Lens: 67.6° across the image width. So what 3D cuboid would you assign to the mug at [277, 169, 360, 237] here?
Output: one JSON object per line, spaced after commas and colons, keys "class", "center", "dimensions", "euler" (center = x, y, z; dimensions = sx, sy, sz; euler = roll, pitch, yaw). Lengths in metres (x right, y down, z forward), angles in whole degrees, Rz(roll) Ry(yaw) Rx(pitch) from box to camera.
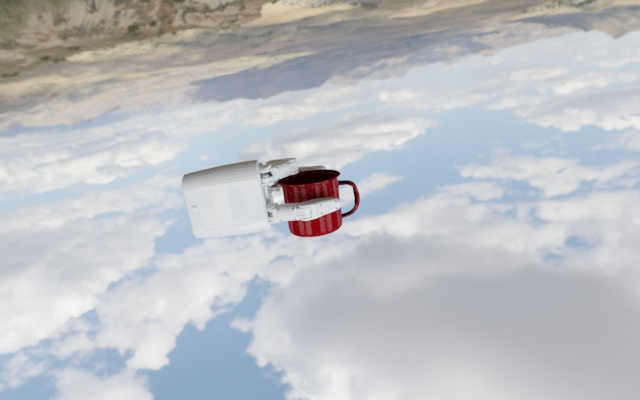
{"class": "mug", "center": [0.002, 0.002, 0.707], "dimensions": [0.117, 0.081, 0.093], "euler": [-8, 15, 1]}
